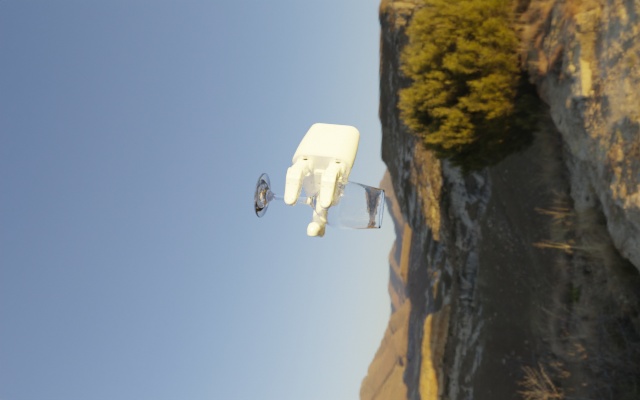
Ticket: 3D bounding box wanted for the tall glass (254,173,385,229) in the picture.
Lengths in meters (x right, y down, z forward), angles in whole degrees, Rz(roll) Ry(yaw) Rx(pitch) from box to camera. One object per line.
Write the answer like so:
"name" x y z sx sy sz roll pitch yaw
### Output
"tall glass" -0.001 0.003 0.769 0.201 0.079 0.079 7 1 12
